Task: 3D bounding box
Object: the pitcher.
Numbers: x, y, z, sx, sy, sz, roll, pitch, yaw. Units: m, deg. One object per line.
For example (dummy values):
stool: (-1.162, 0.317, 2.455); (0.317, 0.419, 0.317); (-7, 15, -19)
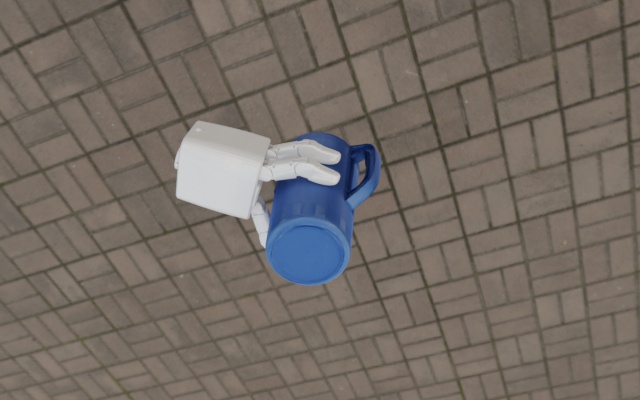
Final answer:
pitcher: (0.000, 0.002, 0.688); (0.145, 0.149, 0.242); (16, 30, -6)
